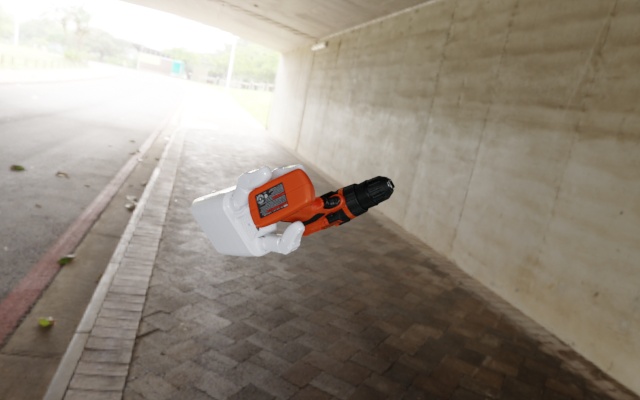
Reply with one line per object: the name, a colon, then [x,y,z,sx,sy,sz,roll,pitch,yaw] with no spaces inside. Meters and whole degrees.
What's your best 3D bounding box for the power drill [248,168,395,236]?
power drill: [0.000,0.002,0.706,0.184,0.057,0.188,-26,-20,25]
